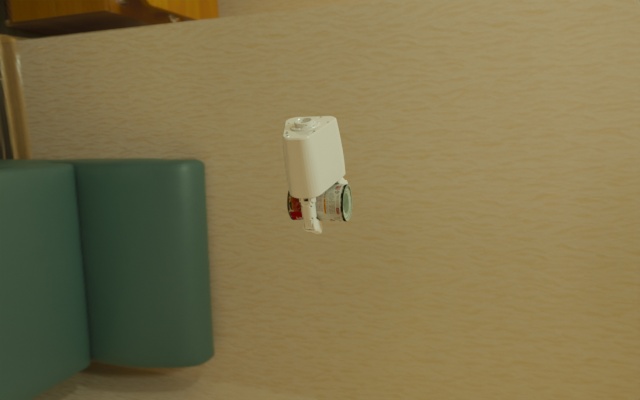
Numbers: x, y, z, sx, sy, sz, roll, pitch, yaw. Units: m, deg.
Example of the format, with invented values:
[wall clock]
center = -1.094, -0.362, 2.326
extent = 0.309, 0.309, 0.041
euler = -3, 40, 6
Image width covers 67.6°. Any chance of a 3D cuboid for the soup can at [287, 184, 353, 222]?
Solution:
[soup can]
center = 0.000, 0.003, 0.850
extent = 0.102, 0.068, 0.068
euler = 1, 0, 18
